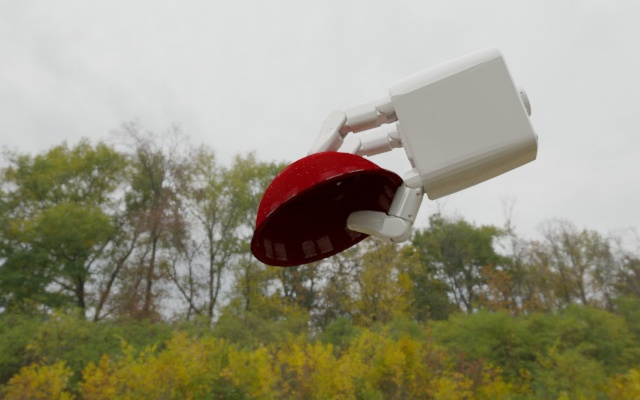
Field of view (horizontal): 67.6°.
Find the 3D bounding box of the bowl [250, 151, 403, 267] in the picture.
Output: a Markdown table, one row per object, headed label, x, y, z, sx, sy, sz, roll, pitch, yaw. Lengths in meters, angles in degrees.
| label | x | y | z | sx | sy | sz | roll | pitch | yaw |
| --- | --- | --- | --- | --- | --- | --- | --- | --- | --- |
| bowl | -0.001 | 0.002 | 0.474 | 0.162 | 0.055 | 0.162 | -20 | -28 | -11 |
